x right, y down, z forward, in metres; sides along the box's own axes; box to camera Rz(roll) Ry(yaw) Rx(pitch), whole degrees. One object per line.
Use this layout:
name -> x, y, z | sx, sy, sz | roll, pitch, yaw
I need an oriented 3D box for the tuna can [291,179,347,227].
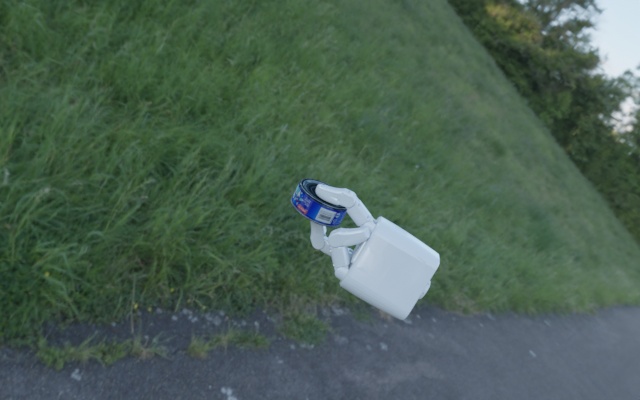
tuna can -> 0.000, 0.002, 0.726 | 0.086, 0.034, 0.086 | 24, 22, -10
